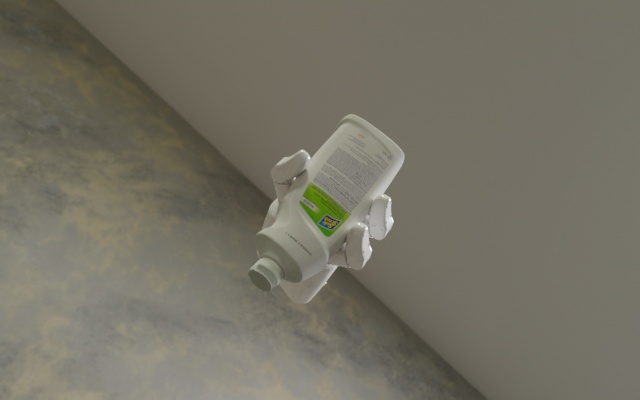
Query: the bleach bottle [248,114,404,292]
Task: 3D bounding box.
[{"bbox_3d":[0.000,0.002,0.546,0.250,0.102,0.068,-47,-9,-38],"label":"bleach bottle"}]
